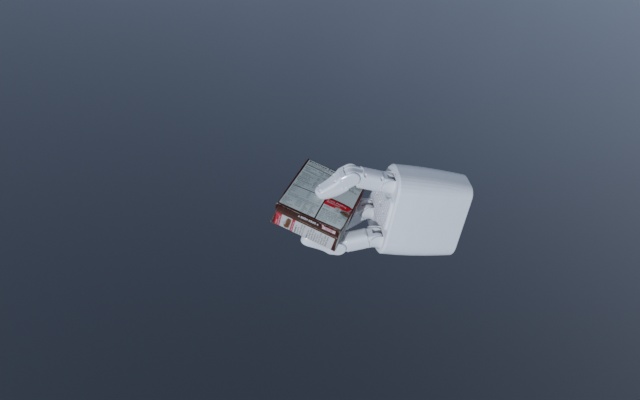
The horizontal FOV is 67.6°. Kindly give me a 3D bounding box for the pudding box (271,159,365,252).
[{"bbox_3d":[0.000,0.002,0.621,0.090,0.039,0.113,24,39,7],"label":"pudding box"}]
